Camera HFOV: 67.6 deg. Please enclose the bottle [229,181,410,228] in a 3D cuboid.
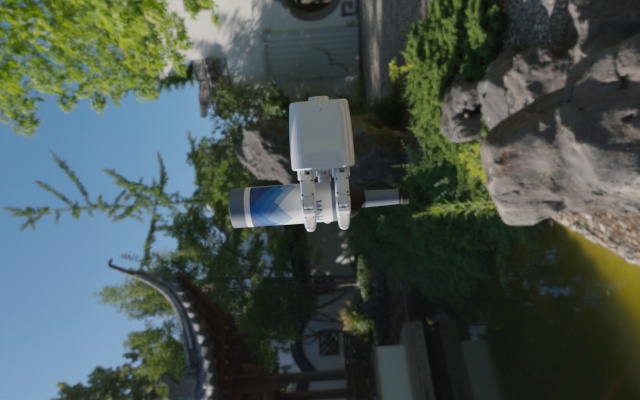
[{"bbox_3d":[0.000,0.003,0.800,0.296,0.069,0.069,-4,0,1],"label":"bottle"}]
